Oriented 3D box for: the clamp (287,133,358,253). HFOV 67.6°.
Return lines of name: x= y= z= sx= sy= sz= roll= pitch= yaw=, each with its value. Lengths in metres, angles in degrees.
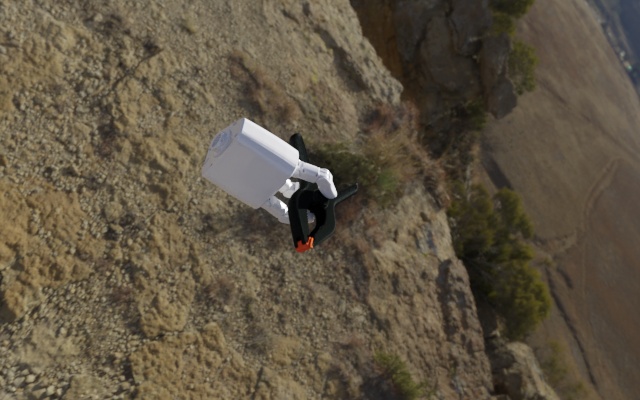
clamp: x=0.000 y=0.003 z=0.806 sx=0.164 sy=0.209 sz=0.036 roll=33 pitch=-44 yaw=-30
